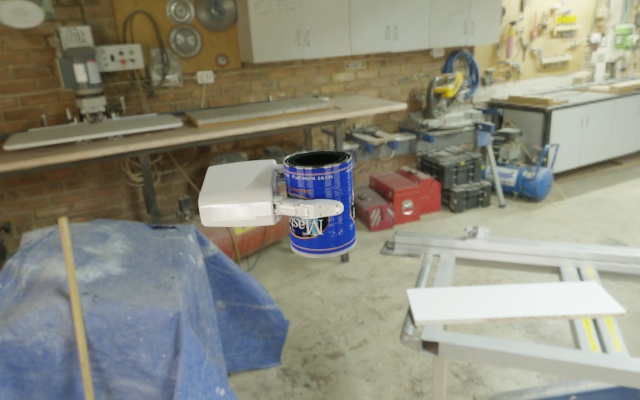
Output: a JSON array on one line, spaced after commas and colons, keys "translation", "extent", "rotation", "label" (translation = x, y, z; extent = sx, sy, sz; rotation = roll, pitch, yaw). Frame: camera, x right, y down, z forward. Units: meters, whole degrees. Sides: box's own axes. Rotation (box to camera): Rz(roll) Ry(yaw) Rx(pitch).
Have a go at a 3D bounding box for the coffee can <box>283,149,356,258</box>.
[{"translation": [0.000, 0.003, 0.723], "extent": [0.103, 0.140, 0.102], "rotation": [-4, 19, 1], "label": "coffee can"}]
